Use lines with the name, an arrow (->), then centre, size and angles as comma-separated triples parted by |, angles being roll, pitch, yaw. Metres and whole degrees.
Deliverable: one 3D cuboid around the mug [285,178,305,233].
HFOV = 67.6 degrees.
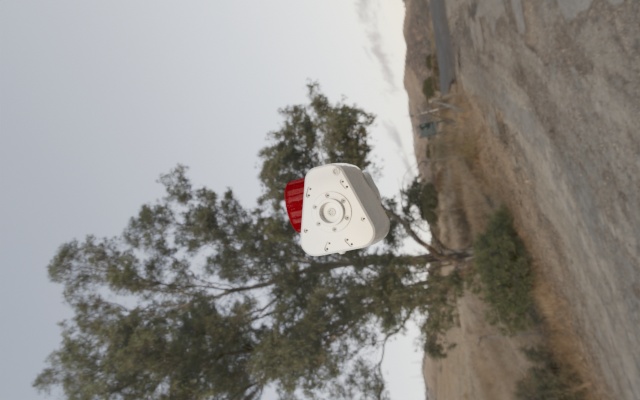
mug -> 0.000, 0.002, 0.731 | 0.081, 0.093, 0.117 | -13, -2, 14
